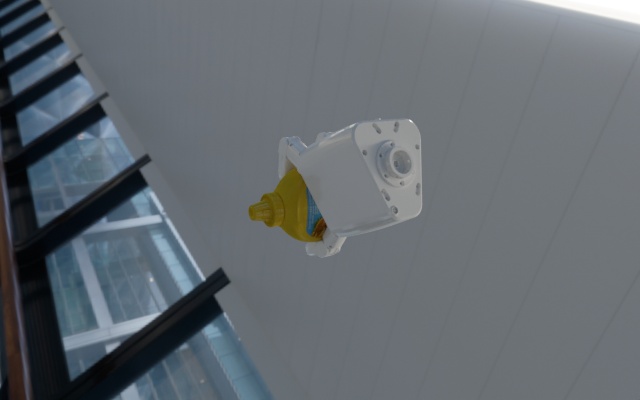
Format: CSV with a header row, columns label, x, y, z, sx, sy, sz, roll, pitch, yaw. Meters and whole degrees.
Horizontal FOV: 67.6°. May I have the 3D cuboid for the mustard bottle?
label,x,y,z,sx,sy,sz,roll,pitch,yaw
mustard bottle,0.000,0.002,0.601,0.191,0.096,0.058,-9,19,-33
